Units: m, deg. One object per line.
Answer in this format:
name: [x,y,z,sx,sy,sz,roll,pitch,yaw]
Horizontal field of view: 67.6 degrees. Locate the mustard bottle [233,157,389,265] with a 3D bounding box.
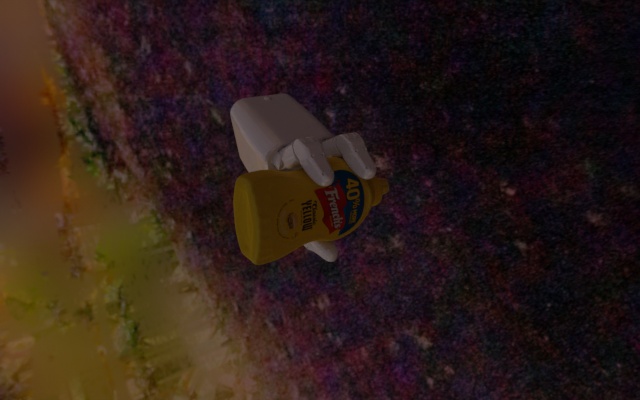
mustard bottle: [0.000,0.002,0.538,0.191,0.096,0.058,-15,24,-32]
